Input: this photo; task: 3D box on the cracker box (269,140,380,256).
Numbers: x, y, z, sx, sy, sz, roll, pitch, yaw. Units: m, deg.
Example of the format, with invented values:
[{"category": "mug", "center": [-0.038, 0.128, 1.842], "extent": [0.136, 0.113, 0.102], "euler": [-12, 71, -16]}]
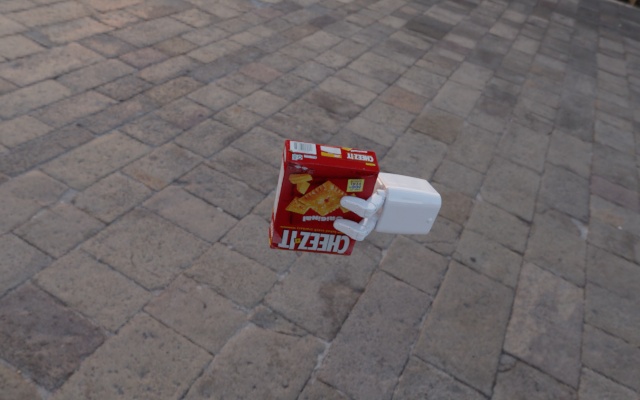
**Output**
[{"category": "cracker box", "center": [0.000, 0.003, 0.879], "extent": [0.164, 0.214, 0.072], "euler": [7, 39, -10]}]
